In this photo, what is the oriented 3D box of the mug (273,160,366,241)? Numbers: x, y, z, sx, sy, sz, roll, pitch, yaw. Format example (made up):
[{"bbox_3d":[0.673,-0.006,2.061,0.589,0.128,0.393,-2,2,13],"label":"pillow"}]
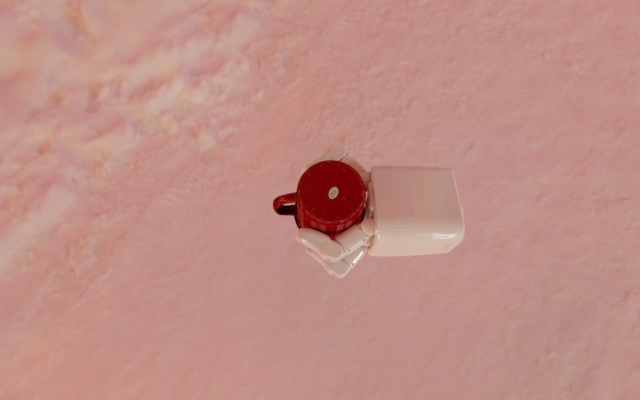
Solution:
[{"bbox_3d":[-0.001,0.002,0.585,0.117,0.093,0.081,-1,-19,-1],"label":"mug"}]
